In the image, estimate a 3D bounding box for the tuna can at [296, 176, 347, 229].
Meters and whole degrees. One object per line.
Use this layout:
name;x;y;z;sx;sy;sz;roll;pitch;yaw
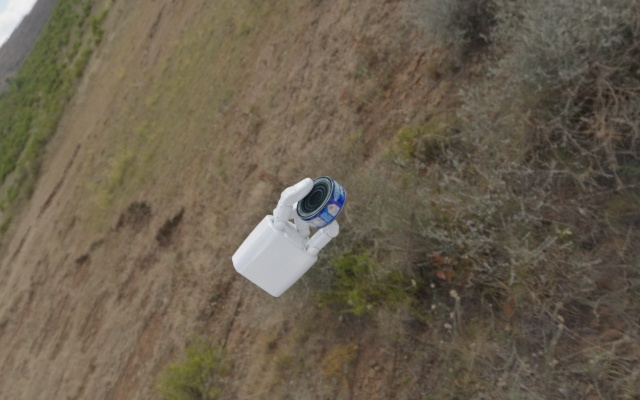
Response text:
tuna can;0.000;0.002;0.793;0.034;0.086;0.086;38;-22;-32
